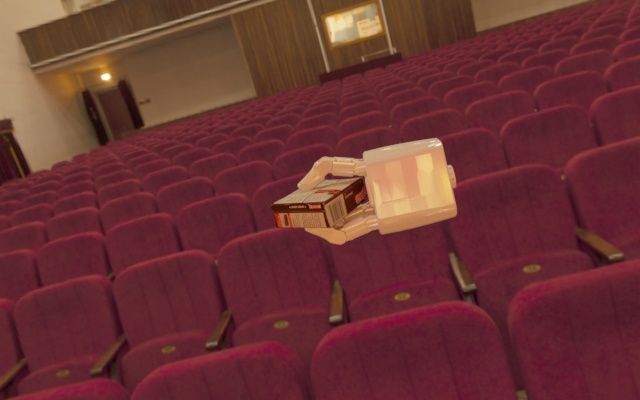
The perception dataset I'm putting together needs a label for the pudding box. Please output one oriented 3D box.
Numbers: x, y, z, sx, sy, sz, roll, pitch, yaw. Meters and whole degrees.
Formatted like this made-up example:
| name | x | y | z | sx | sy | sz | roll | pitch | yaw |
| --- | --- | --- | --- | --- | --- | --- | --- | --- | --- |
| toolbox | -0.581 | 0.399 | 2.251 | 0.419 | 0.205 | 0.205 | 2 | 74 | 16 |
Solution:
| name | x | y | z | sx | sy | sz | roll | pitch | yaw |
| --- | --- | --- | --- | --- | --- | --- | --- | --- | --- |
| pudding box | 0.000 | 0.002 | 0.666 | 0.090 | 0.039 | 0.113 | -3 | 16 | 34 |
